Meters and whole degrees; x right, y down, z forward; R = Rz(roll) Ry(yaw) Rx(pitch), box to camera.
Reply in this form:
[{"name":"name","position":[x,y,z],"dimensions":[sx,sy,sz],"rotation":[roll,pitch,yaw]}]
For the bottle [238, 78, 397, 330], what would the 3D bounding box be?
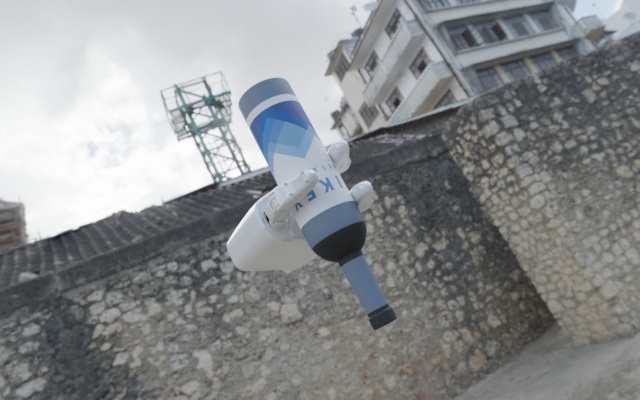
[{"name":"bottle","position":[0.000,0.001,0.527],"dimensions":[0.069,0.295,0.069],"rotation":[-26,-15,-8]}]
